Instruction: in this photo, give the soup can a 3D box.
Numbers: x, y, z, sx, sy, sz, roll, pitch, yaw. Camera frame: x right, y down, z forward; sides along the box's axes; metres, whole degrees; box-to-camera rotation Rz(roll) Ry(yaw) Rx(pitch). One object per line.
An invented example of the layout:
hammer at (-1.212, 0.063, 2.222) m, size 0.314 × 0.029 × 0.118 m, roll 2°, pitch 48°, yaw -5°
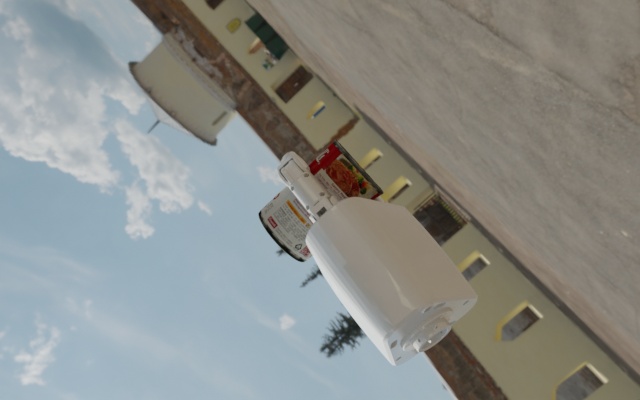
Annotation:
soup can at (0.000, 0.001, 0.454) m, size 0.102 × 0.068 × 0.068 m, roll -42°, pitch -7°, yaw 7°
